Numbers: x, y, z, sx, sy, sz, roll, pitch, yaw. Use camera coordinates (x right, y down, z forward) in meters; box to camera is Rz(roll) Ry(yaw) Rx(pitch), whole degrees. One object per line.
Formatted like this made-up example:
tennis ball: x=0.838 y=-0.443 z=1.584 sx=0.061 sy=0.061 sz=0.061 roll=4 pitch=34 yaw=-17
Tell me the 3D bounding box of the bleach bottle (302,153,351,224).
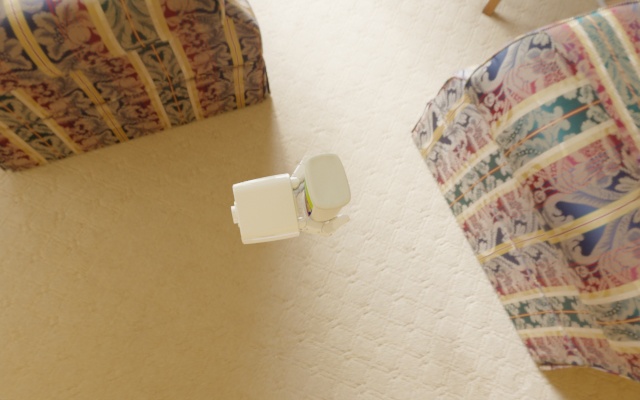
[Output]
bleach bottle: x=0.000 y=0.003 z=0.899 sx=0.068 sy=0.102 sz=0.251 roll=-11 pitch=-17 yaw=-9
